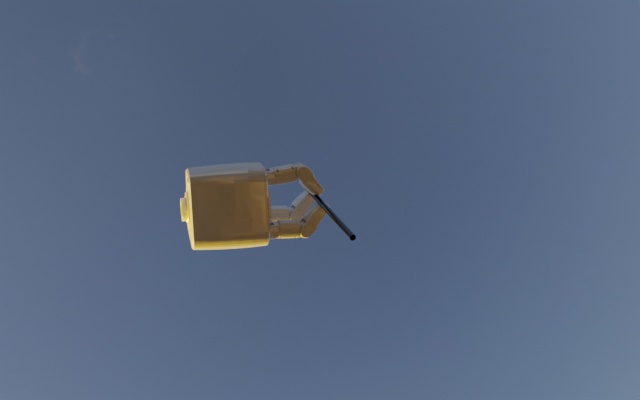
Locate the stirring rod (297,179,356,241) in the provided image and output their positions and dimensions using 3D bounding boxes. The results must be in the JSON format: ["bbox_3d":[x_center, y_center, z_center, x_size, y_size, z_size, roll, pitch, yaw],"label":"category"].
[{"bbox_3d":[0.000,0.002,0.687,0.011,0.011,0.239,0,21,-21],"label":"stirring rod"}]
